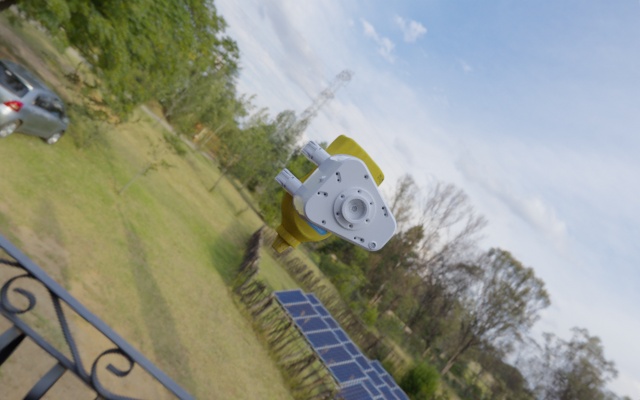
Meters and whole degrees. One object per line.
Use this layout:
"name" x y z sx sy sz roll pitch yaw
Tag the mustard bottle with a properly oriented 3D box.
"mustard bottle" 0.000 0.002 0.699 0.096 0.191 0.058 44 -2 -32
